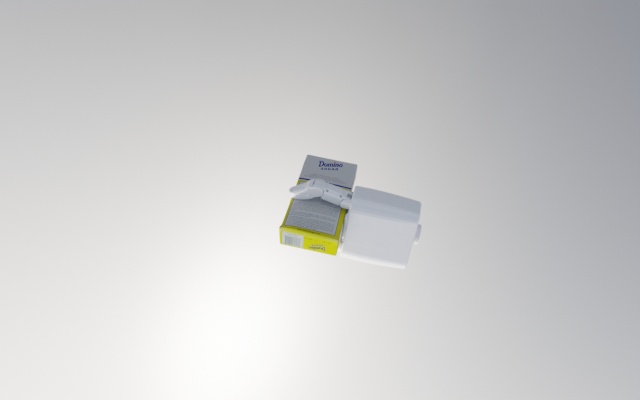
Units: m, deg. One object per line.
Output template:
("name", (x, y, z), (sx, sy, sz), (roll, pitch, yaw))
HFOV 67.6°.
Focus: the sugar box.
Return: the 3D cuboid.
("sugar box", (0.000, 0.003, 0.779), (0.093, 0.048, 0.176), (12, 44, 6))
